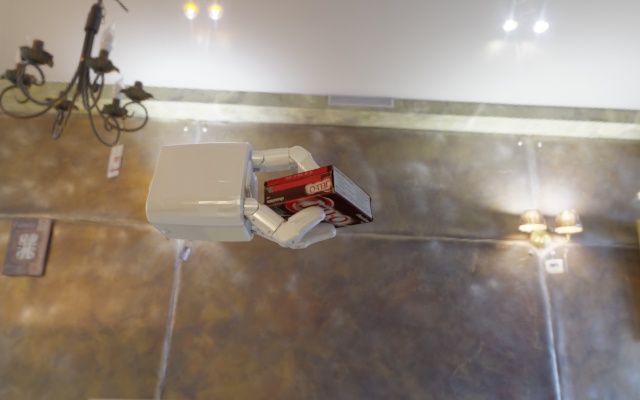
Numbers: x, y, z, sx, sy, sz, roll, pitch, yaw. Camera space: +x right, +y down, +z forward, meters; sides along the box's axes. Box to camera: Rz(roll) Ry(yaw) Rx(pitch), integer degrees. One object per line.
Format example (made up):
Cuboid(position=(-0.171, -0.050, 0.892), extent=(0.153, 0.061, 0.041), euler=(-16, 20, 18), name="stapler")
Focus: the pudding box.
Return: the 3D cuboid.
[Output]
Cuboid(position=(0.000, 0.002, 0.561), extent=(0.090, 0.039, 0.113), euler=(-11, -21, 26), name="pudding box")
